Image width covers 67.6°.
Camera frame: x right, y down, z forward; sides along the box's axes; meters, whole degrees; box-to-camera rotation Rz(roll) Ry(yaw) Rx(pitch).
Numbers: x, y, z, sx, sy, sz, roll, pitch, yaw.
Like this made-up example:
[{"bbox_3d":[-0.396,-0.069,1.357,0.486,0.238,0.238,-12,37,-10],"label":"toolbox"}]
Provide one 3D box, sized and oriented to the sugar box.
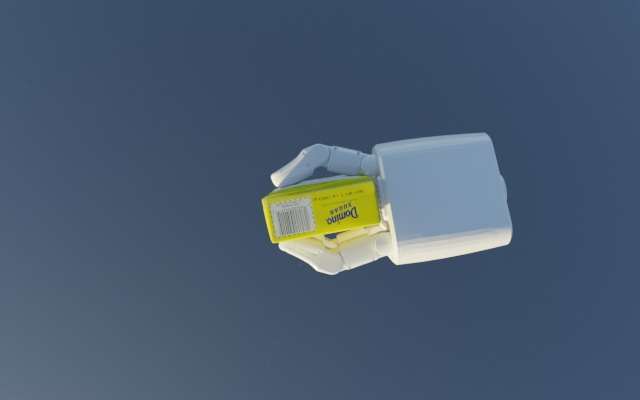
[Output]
[{"bbox_3d":[0.000,0.002,0.469,0.093,0.048,0.176,-9,2,1],"label":"sugar box"}]
